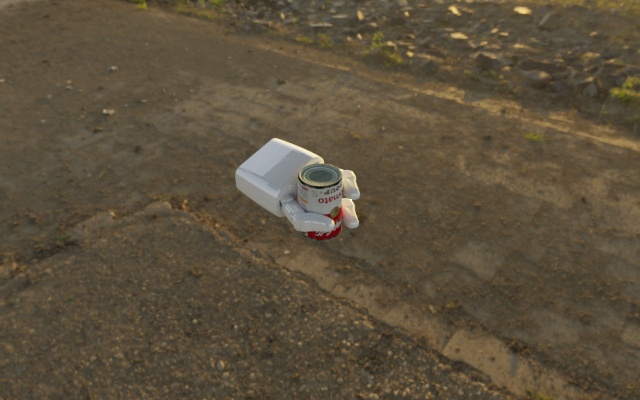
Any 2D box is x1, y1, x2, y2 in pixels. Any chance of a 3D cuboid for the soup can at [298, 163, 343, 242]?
[{"bbox_3d":[0.000,0.002,0.730,0.068,0.102,0.068,0,35,0],"label":"soup can"}]
